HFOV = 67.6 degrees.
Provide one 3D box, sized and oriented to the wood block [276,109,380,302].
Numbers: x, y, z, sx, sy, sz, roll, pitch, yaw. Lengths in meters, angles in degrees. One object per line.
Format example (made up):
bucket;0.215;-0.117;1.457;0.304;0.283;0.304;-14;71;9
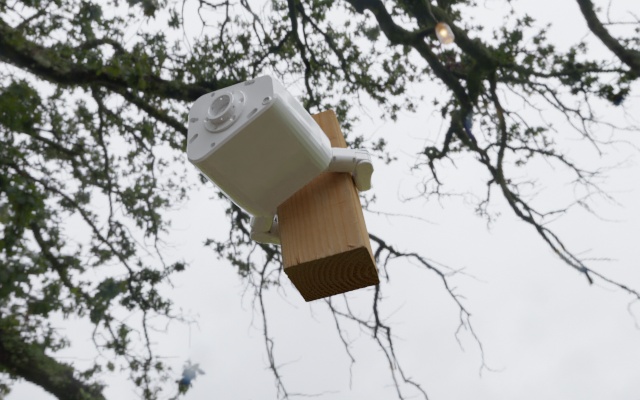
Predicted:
wood block;0.000;0.001;0.570;0.091;0.206;0.090;-16;-38;7
